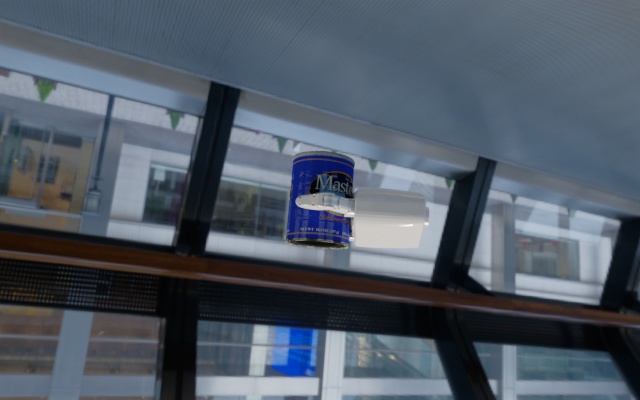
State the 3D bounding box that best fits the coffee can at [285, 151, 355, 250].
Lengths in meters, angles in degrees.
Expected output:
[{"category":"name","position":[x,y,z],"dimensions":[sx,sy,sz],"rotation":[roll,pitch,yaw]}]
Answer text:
[{"category":"coffee can","position":[0.000,0.002,0.768],"dimensions":[0.103,0.140,0.103],"rotation":[4,-12,1]}]
